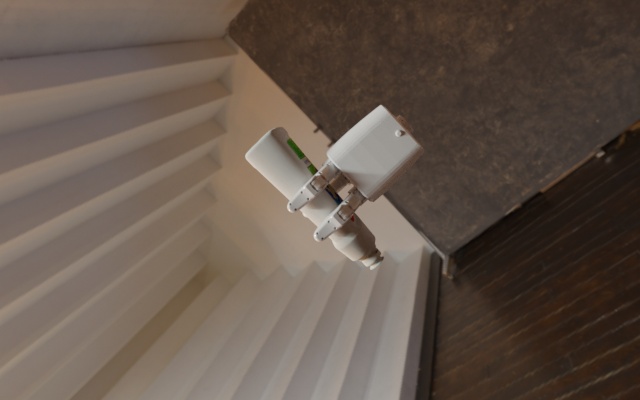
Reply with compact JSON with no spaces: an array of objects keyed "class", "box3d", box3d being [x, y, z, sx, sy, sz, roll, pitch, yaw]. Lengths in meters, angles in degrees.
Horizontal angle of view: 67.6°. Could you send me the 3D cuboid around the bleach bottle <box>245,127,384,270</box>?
[{"class":"bleach bottle","box3d":[0.000,0.002,0.718,0.068,0.251,0.102,-43,4,10]}]
